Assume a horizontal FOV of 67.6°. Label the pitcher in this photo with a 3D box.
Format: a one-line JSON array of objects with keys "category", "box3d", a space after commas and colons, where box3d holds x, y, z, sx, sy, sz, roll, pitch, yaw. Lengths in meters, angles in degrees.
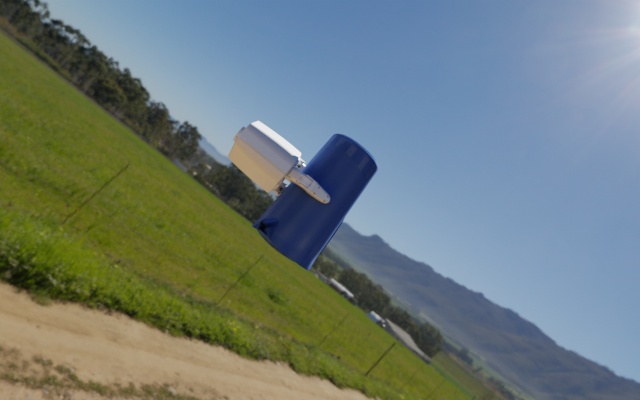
[{"category": "pitcher", "box3d": [0.000, 0.003, 0.898, 0.145, 0.243, 0.149, 39, -4, -7]}]
